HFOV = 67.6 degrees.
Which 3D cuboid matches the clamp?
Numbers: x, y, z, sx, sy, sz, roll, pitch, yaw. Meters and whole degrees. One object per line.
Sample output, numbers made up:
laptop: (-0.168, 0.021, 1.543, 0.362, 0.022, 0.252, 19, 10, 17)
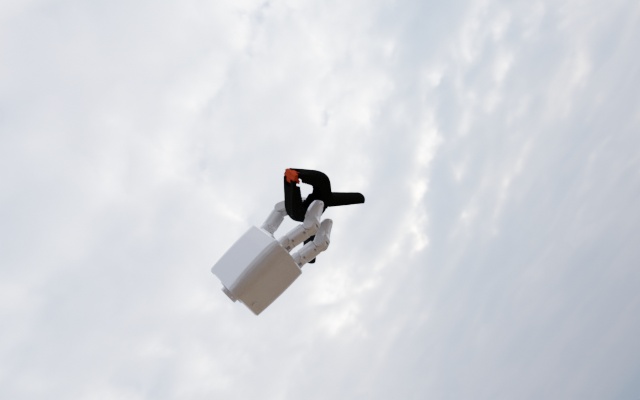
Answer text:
clamp: (-0.001, 0.002, 0.827, 0.036, 0.164, 0.210, 32, -19, 37)
